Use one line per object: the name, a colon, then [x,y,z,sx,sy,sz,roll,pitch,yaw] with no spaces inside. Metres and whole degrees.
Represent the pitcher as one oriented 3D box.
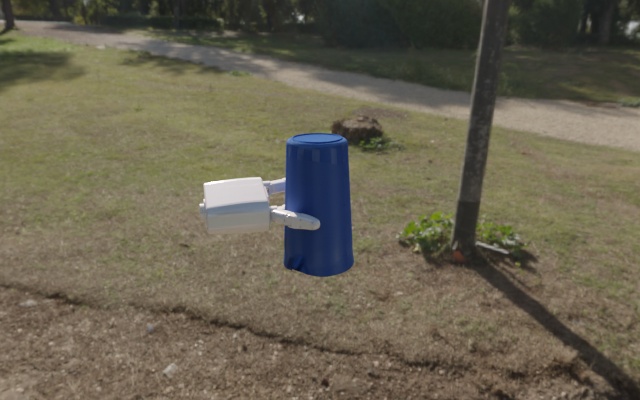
pitcher: [0.000,0.003,0.873,0.145,0.243,0.149,-4,18,-12]
